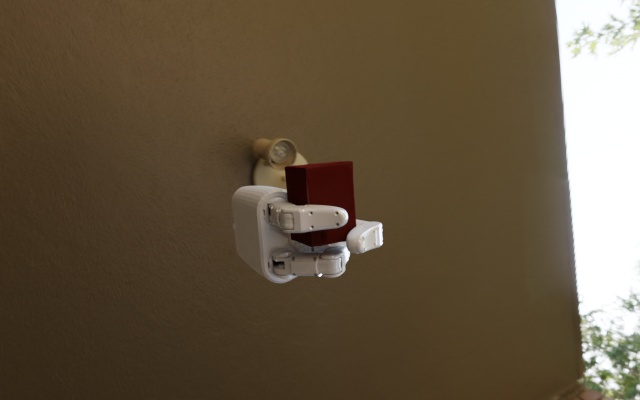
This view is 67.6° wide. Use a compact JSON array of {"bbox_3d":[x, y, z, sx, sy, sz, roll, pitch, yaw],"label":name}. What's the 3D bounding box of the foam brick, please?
[{"bbox_3d":[0.000,0.001,0.472,0.053,0.078,0.051,-8,9,-26],"label":"foam brick"}]
